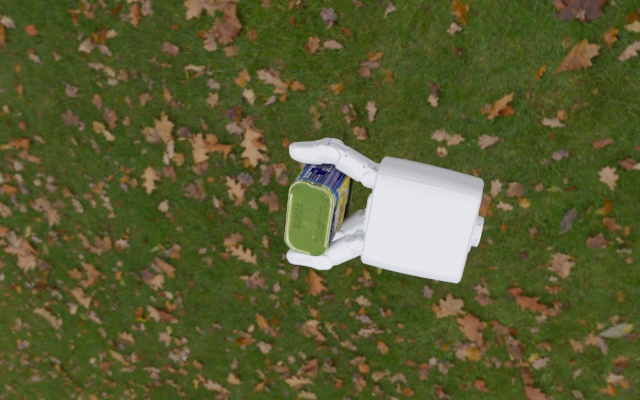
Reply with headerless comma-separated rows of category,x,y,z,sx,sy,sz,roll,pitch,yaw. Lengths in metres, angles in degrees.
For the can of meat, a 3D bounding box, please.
can of meat,0.000,0.002,0.544,0.057,0.102,0.084,16,35,12
